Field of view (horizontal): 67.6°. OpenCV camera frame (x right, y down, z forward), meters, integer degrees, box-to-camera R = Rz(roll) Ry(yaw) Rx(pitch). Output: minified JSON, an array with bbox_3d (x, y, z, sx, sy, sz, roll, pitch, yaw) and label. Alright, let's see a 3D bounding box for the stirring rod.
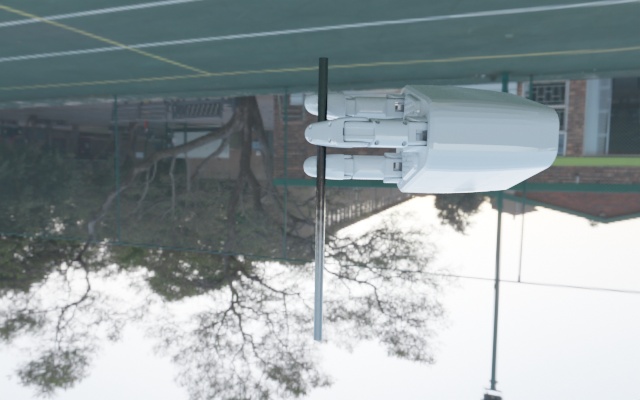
[{"bbox_3d":[0.000,0.001,0.408,0.011,0.239,0.011,1,5,0],"label":"stirring rod"}]
